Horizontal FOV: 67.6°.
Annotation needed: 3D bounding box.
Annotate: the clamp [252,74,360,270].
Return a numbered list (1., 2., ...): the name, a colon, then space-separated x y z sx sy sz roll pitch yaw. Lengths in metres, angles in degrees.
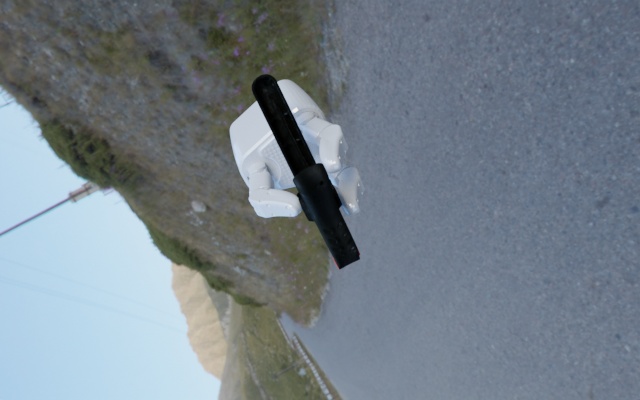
1. clamp: -0.001 0.002 0.441 0.036 0.210 0.164 -25 36 0
